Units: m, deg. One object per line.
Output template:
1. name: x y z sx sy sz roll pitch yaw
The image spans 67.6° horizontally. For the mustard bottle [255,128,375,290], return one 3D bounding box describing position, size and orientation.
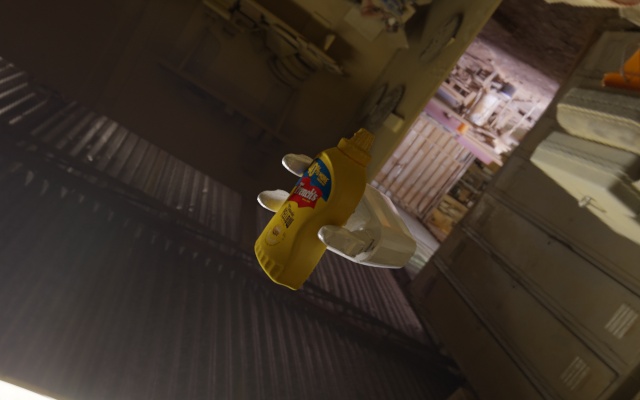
1. mustard bottle: 0.000 0.002 0.546 0.058 0.191 0.096 29 13 -29
